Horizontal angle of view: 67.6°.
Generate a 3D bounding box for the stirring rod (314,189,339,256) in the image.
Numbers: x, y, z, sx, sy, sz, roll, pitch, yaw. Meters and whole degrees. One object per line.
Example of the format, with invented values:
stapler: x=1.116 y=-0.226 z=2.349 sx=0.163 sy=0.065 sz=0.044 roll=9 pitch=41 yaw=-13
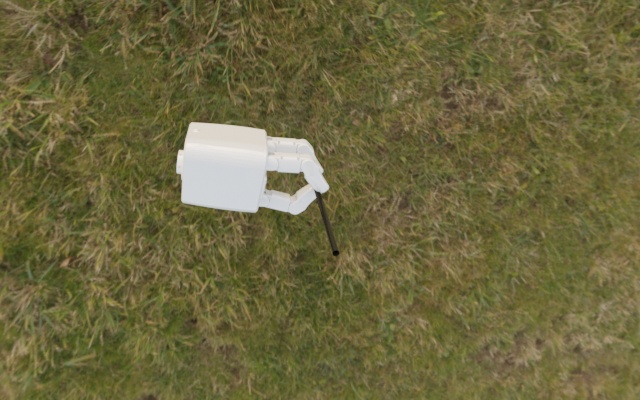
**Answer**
stirring rod: x=0.000 y=0.002 z=0.641 sx=0.011 sy=0.011 sz=0.239 roll=0 pitch=29 yaw=-9
